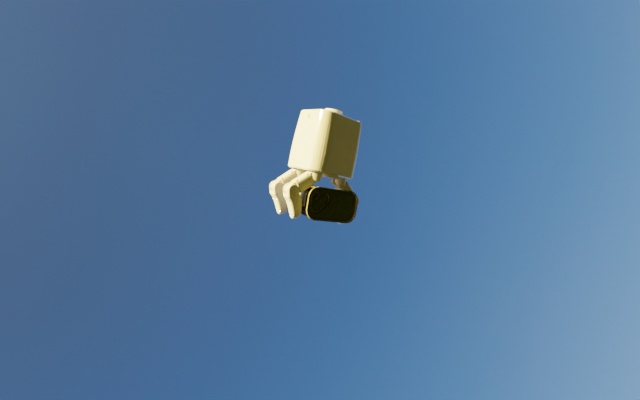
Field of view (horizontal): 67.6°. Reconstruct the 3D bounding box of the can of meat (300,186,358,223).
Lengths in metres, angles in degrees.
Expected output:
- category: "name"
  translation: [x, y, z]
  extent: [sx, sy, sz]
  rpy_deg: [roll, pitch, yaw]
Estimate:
- category: "can of meat"
  translation: [0.000, 0.003, 0.846]
  extent: [0.102, 0.057, 0.084]
  rpy_deg: [6, 5, -33]
